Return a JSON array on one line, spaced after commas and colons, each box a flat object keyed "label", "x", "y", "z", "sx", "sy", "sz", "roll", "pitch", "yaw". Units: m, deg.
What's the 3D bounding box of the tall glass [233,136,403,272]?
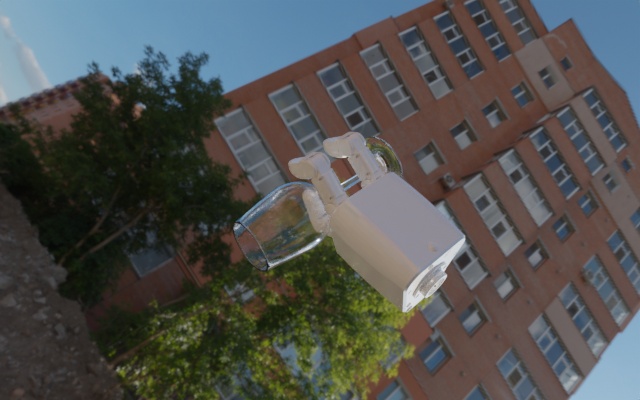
[{"label": "tall glass", "x": 0.000, "y": 0.001, "z": 0.544, "sx": 0.201, "sy": 0.079, "sz": 0.079, "roll": -32, "pitch": 16, "yaw": -28}]
